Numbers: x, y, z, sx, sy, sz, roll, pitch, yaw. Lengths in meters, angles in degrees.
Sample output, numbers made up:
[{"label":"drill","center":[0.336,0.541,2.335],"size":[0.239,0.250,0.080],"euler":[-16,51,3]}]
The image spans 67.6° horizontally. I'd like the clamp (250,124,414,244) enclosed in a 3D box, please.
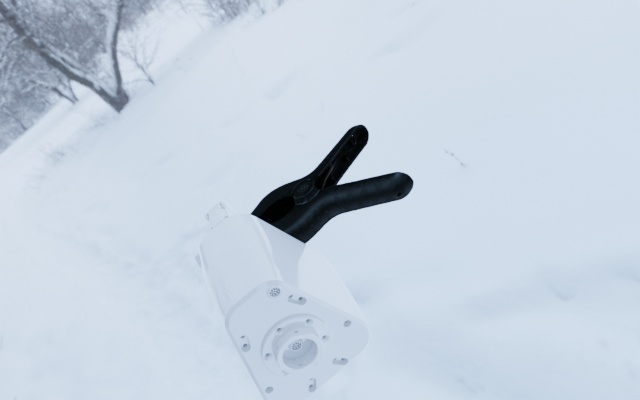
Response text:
[{"label":"clamp","center":[0.000,0.001,0.438],"size":[0.171,0.039,0.120],"euler":[-40,30,-2]}]
